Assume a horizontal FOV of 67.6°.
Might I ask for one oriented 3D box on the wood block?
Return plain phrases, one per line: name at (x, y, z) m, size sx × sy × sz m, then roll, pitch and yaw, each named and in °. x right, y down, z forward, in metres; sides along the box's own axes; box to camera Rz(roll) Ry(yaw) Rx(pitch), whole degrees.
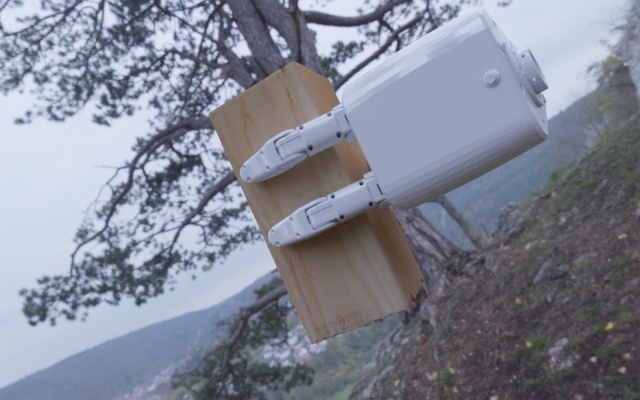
wood block at (0.000, 0.001, 0.413) m, size 0.090 × 0.206 × 0.091 m, roll -26°, pitch -5°, yaw 20°
